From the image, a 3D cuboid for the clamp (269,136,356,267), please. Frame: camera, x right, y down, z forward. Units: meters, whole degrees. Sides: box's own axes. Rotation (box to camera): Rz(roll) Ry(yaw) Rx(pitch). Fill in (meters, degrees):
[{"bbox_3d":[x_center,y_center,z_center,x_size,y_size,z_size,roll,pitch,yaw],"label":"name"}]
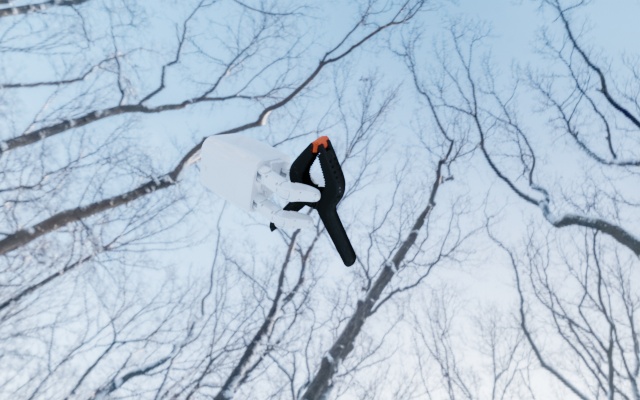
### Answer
[{"bbox_3d":[0.000,0.002,0.742,0.164,0.210,0.036,27,39,18],"label":"clamp"}]
